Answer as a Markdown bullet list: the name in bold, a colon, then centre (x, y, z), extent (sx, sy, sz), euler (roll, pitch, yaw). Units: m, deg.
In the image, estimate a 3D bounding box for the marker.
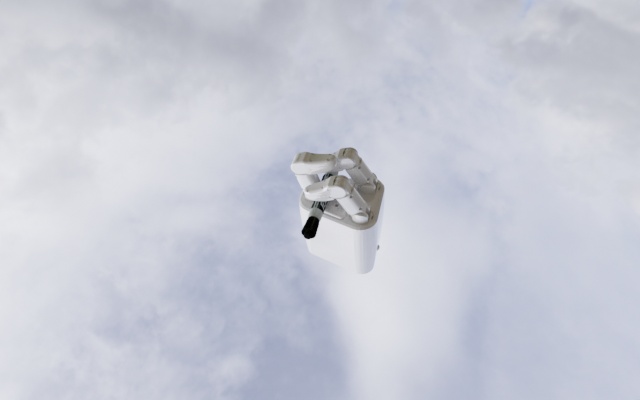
- **marker**: centre (0.000, 0.002, 0.615), extent (0.020, 0.121, 0.020), euler (11, -42, 10)
